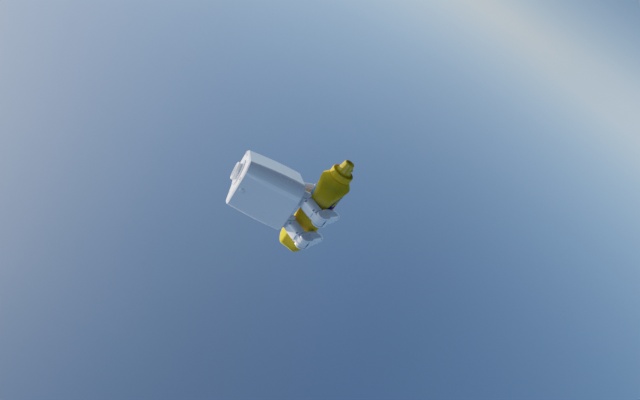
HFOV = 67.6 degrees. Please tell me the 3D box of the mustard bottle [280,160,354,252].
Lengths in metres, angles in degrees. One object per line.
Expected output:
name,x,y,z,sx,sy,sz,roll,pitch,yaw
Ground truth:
mustard bottle,0.000,0.003,0.863,0.058,0.192,0.096,38,28,4
